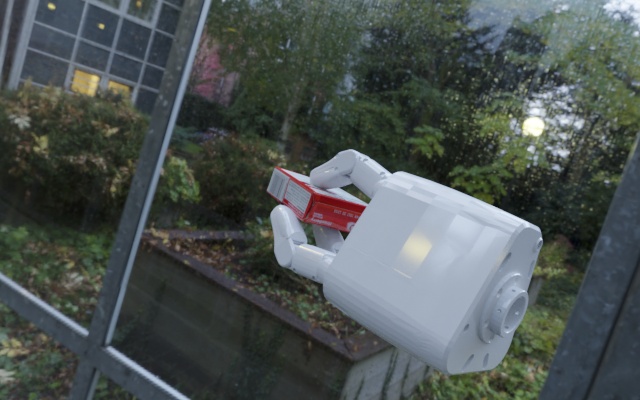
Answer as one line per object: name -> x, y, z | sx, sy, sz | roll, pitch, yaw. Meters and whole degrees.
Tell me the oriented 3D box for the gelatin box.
gelatin box -> 0.000, 0.001, 0.448 | 0.073, 0.030, 0.089 | 16, 10, -32
